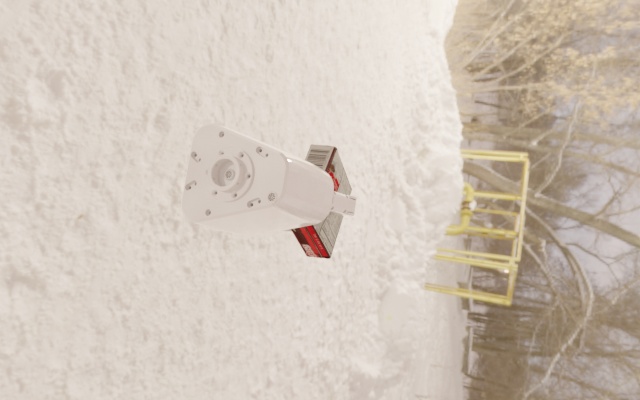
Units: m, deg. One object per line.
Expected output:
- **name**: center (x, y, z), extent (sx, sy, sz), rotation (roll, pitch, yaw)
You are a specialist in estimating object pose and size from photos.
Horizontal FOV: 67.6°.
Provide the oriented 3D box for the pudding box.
- **pudding box**: center (0.000, 0.002, 0.588), extent (0.039, 0.113, 0.090), rotation (7, -34, 23)
